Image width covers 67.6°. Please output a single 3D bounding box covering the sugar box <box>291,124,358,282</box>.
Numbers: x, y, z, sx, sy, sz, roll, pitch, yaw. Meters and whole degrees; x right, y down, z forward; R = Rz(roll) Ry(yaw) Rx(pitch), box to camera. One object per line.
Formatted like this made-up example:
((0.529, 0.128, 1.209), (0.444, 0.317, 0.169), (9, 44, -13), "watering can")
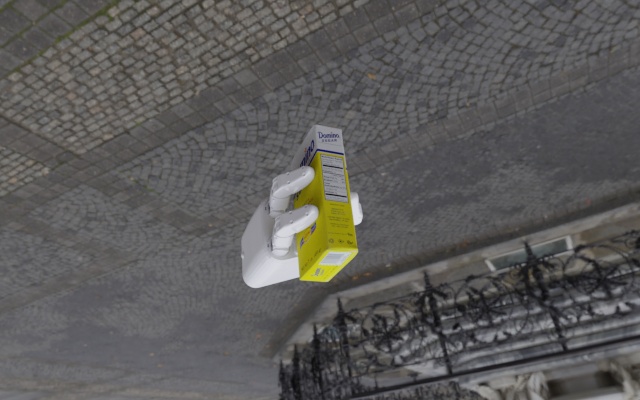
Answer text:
((0.000, 0.002, 0.597), (0.048, 0.176, 0.093), (5, -32, -23), "sugar box")
